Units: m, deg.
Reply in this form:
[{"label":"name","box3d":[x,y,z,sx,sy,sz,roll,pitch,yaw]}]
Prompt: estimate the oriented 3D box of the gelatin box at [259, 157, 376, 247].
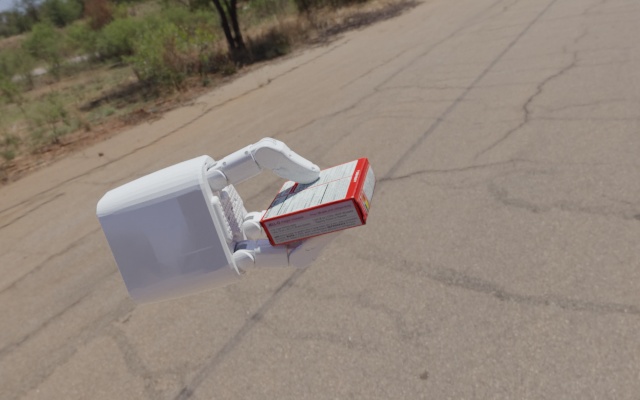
[{"label":"gelatin box","box3d":[0.000,0.001,0.416,0.089,0.030,0.073,-16,25,22]}]
